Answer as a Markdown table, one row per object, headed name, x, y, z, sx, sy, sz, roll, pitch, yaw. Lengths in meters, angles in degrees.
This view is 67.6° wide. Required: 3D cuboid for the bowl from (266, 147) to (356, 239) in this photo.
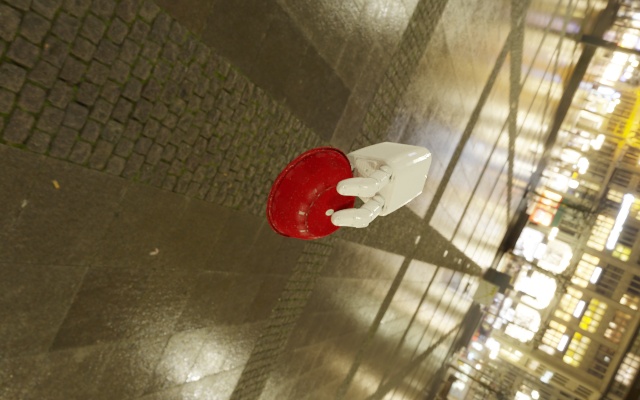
| name | x | y | z | sx | sy | sz | roll | pitch | yaw |
| --- | --- | --- | --- | --- | --- | --- | --- | --- | --- |
| bowl | -0.001 | 0.003 | 0.723 | 0.162 | 0.162 | 0.055 | 0 | 31 | -43 |
